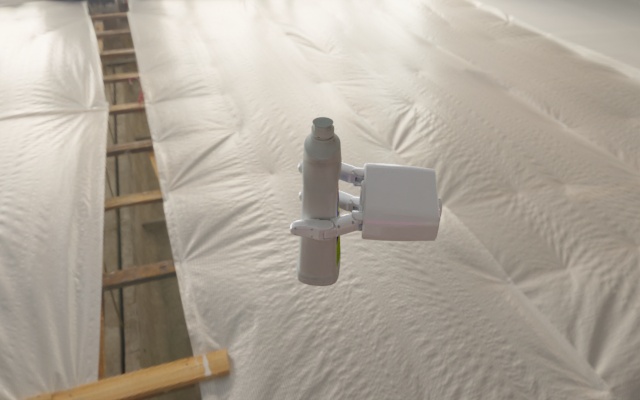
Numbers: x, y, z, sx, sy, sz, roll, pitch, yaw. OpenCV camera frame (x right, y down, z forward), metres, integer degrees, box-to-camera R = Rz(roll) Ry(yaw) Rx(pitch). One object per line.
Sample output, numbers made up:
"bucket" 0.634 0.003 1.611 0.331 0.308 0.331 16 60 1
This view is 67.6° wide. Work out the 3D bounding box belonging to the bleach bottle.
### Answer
"bleach bottle" 0.000 0.002 0.691 0.068 0.251 0.102 4 37 3
